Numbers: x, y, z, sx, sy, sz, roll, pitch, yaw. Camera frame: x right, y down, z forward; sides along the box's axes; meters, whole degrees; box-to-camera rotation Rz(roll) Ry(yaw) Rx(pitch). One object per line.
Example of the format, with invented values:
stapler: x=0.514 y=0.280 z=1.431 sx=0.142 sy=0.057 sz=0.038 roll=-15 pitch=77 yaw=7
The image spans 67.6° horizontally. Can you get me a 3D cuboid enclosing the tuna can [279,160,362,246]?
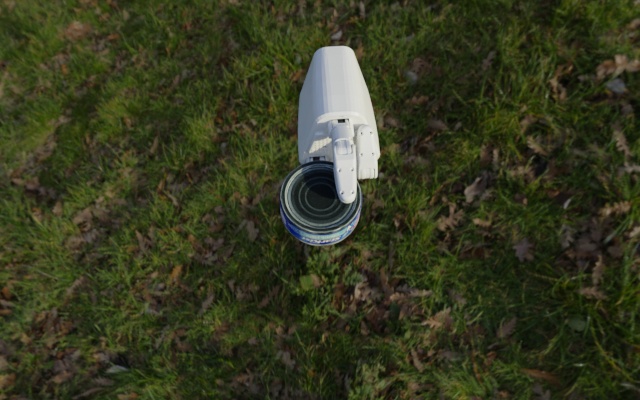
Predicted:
tuna can: x=0.000 y=0.001 z=0.496 sx=0.086 sy=0.086 sz=0.034 roll=0 pitch=-26 yaw=-2
